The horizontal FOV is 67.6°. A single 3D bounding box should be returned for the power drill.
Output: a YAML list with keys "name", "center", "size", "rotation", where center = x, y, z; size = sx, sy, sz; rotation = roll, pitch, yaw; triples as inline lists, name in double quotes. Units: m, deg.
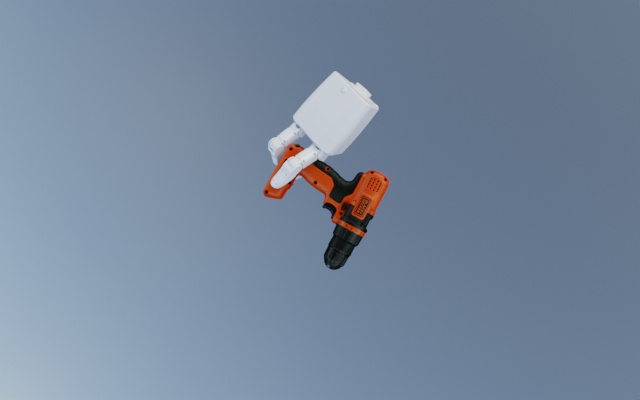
- name: "power drill"
  center: [0.000, 0.002, 0.820]
  size: [0.187, 0.184, 0.057]
  rotation: [29, -2, 3]
